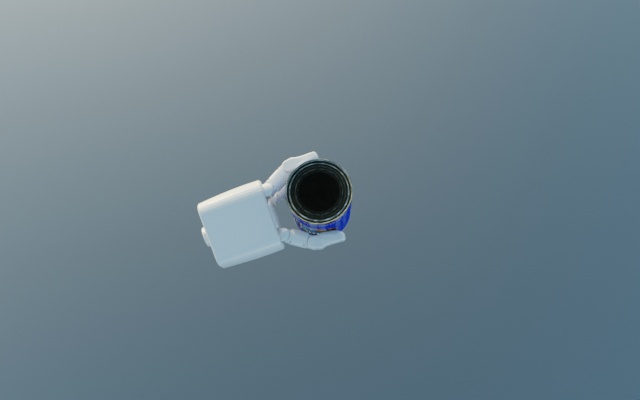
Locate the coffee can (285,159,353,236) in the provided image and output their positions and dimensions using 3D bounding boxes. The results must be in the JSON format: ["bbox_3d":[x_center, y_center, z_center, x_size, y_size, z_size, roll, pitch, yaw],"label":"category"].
[{"bbox_3d":[0.000,0.003,0.778,0.103,0.102,0.140,0,-14,2],"label":"coffee can"}]
